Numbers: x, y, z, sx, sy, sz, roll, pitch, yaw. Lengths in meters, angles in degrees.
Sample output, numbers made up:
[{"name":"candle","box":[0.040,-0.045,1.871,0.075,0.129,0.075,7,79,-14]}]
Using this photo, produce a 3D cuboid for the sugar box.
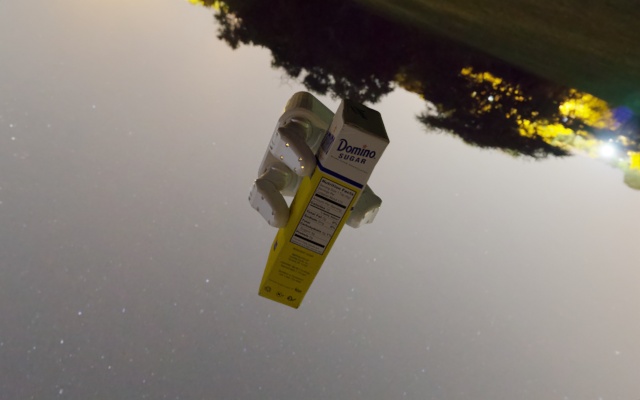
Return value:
[{"name":"sugar box","box":[0.000,0.001,0.430,0.048,0.176,0.093,21,23,-7]}]
